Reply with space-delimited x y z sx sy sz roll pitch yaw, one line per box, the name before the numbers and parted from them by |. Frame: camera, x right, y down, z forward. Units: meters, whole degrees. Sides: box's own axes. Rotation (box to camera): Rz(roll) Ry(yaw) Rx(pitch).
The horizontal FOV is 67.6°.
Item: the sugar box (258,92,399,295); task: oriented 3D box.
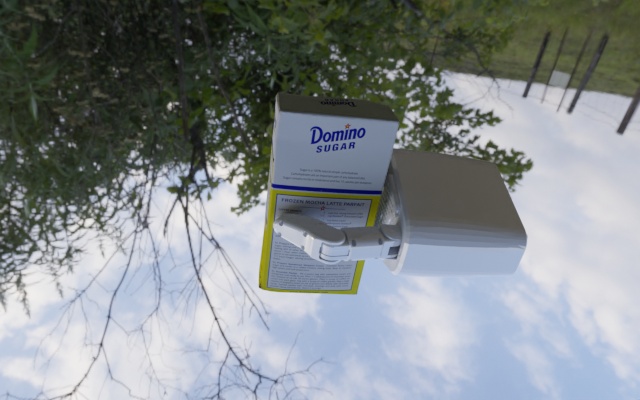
sugar box | 0.000 0.001 0.407 0.093 0.176 0.048 4 30 -11
